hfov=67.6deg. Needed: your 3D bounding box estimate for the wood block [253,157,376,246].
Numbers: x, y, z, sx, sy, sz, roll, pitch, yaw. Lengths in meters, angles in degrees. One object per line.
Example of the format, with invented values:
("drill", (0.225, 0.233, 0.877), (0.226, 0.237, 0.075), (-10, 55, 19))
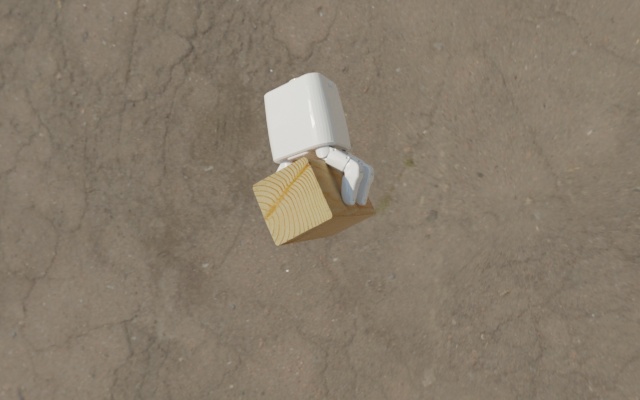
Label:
("wood block", (0.000, 0.002, 0.709), (0.091, 0.090, 0.206), (-27, -10, 20))
